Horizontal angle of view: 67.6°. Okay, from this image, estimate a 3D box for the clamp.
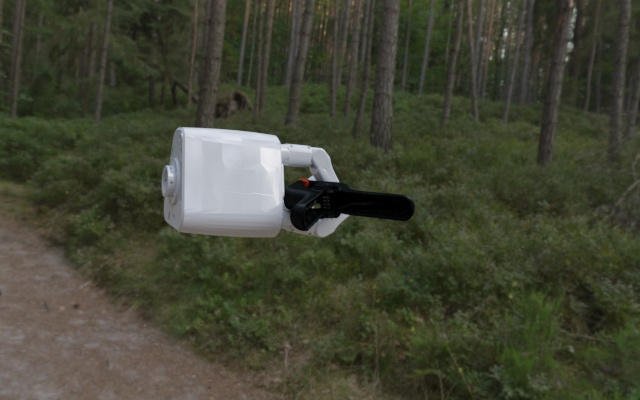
[{"bbox_3d":[0.000,0.001,0.493,0.120,0.039,0.171,0,6,-29],"label":"clamp"}]
